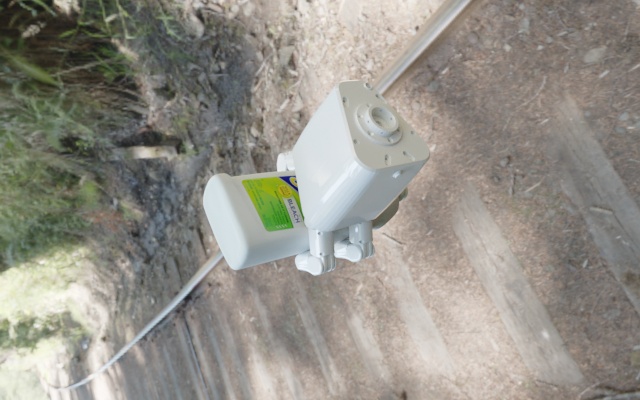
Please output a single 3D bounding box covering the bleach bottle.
[{"bbox_3d":[0.000,0.002,0.561,0.251,0.102,0.068,-13,-24,-34],"label":"bleach bottle"}]
